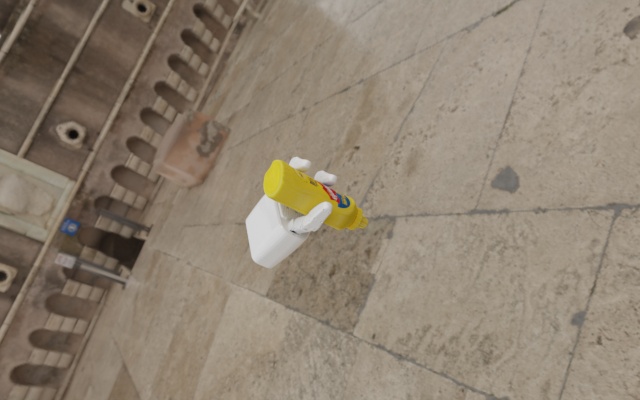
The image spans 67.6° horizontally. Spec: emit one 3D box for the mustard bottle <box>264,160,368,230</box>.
[{"bbox_3d":[0.000,0.002,0.799,0.192,0.058,0.096,27,15,-24],"label":"mustard bottle"}]
